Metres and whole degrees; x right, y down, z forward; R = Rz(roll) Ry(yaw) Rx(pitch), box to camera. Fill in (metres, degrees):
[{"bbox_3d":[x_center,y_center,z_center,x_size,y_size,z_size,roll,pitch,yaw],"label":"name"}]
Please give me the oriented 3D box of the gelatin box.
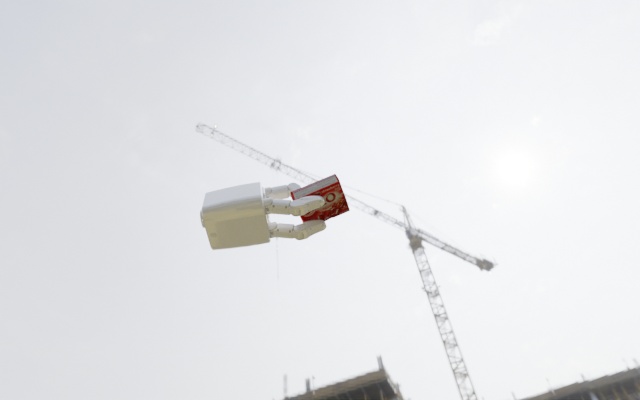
[{"bbox_3d":[0.000,0.002,0.850,0.089,0.073,0.030,-23,39,-1],"label":"gelatin box"}]
